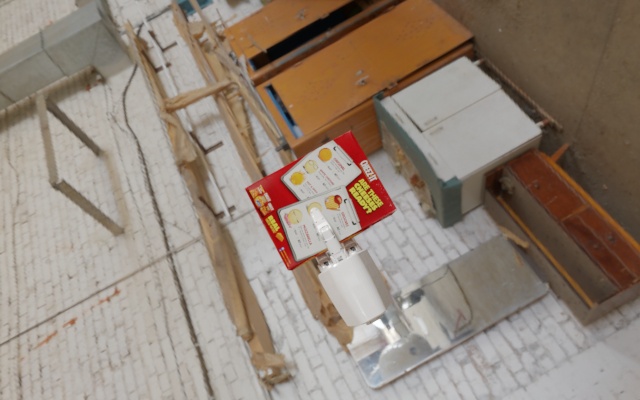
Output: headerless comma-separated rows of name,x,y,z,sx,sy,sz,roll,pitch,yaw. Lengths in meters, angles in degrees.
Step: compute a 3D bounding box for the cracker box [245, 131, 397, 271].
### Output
cracker box,0.000,0.003,0.847,0.213,0.164,0.072,-29,-8,-2
